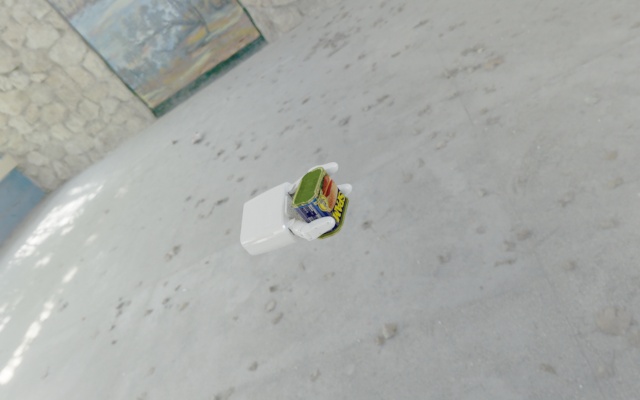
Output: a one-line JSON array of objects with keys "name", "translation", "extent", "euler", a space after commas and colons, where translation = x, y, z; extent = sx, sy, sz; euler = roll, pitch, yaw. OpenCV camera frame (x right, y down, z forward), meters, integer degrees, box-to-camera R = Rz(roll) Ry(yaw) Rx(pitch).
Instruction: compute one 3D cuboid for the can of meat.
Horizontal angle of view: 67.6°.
[{"name": "can of meat", "translation": [0.000, 0.003, 0.844], "extent": [0.057, 0.084, 0.102], "euler": [-21, 33, 30]}]
